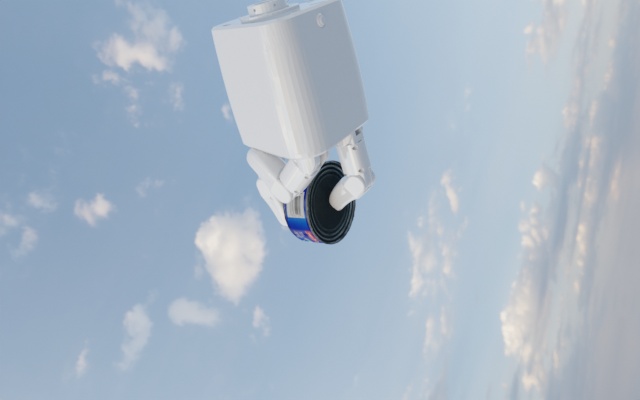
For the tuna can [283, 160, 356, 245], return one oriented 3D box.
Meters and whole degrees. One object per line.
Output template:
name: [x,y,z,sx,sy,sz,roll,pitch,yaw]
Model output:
tuna can: [0.000,0.002,0.494,0.034,0.086,0.086,2,1,36]
